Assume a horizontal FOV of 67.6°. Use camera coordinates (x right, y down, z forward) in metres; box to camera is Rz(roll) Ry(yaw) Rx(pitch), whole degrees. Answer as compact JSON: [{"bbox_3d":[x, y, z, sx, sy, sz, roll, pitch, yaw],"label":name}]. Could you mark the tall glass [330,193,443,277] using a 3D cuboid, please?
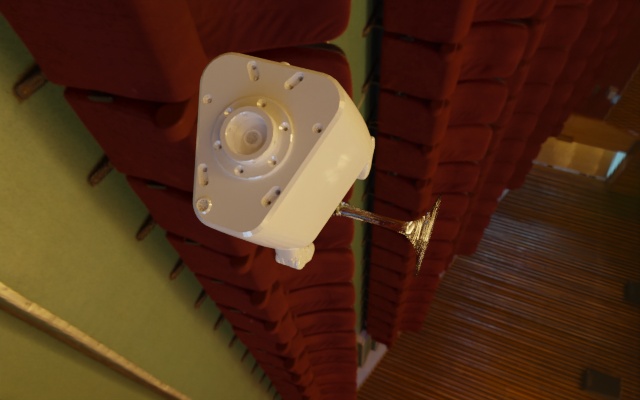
[{"bbox_3d":[0.001,0.002,0.428,0.201,0.079,0.079,17,4,14],"label":"tall glass"}]
